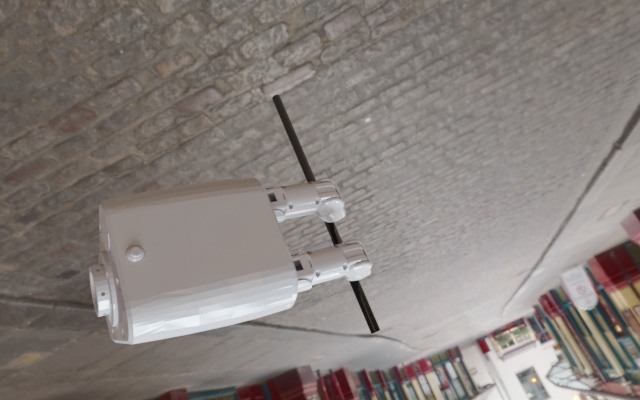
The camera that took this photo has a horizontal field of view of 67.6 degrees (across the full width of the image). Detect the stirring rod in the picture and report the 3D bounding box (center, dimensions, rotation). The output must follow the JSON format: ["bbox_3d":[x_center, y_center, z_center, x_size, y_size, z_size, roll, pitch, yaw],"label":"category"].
[{"bbox_3d":[0.000,0.001,0.423,0.011,0.239,0.011,-20,-22,-8],"label":"stirring rod"}]
